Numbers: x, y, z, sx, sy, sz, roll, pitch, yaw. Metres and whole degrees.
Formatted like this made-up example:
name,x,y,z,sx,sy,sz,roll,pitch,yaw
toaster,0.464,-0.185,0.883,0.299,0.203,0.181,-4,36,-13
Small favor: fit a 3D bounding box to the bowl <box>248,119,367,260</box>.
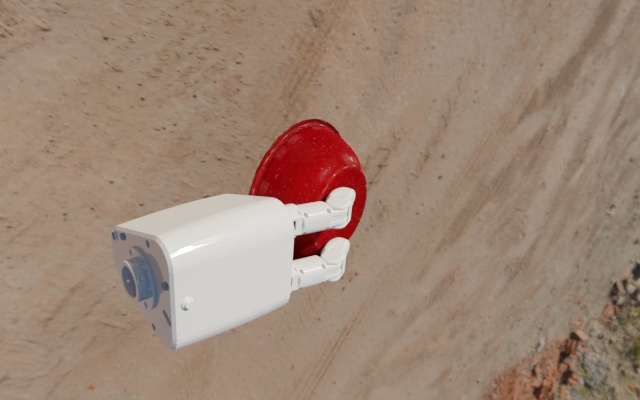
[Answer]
name,x,y,z,sx,sy,sz,roll,pitch,yaw
bowl,0.001,0.001,0.488,0.055,0.162,0.162,21,11,32
